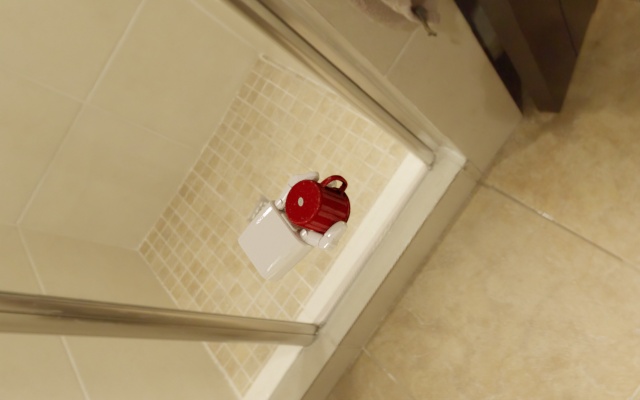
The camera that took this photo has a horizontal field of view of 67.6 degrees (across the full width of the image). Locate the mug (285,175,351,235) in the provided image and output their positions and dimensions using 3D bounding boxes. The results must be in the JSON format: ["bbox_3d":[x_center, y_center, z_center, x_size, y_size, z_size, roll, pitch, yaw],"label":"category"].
[{"bbox_3d":[0.001,0.002,0.830,0.081,0.117,0.093,21,27,-50],"label":"mug"}]
